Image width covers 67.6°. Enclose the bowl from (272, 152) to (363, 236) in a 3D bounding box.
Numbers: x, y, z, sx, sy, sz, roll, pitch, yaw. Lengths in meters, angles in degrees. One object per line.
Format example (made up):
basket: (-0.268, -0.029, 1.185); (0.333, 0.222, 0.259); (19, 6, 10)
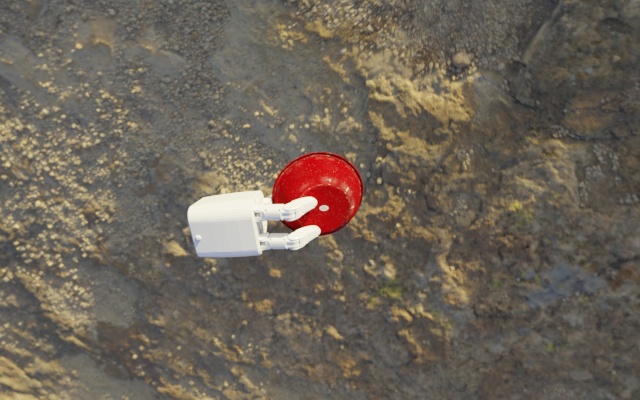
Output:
bowl: (0.001, 0.002, 0.805); (0.162, 0.162, 0.055); (0, 27, -11)
